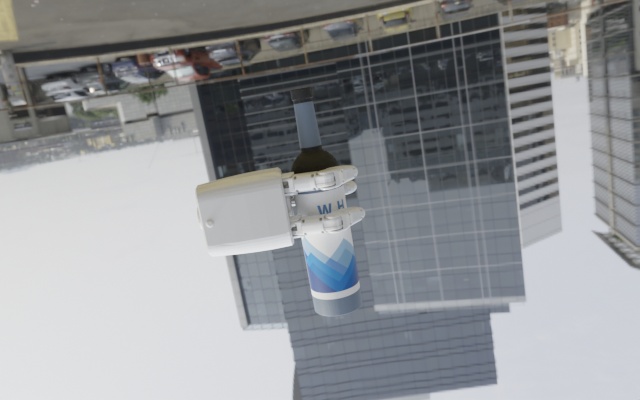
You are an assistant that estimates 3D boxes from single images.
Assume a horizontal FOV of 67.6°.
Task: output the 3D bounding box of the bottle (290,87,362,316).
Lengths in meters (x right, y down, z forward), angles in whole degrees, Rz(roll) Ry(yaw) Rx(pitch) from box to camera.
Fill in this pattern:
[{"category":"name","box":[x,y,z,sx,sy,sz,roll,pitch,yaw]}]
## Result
[{"category":"bottle","box":[0.000,0.002,0.627,0.069,0.296,0.069,-10,11,2]}]
